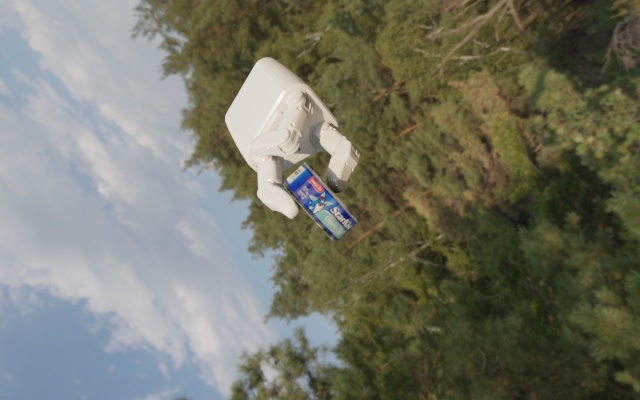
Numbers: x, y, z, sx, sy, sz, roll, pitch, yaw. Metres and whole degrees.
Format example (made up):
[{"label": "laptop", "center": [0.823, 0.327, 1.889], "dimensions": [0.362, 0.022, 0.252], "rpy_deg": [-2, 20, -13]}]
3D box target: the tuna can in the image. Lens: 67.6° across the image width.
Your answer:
[{"label": "tuna can", "center": [0.000, 0.002, 0.505], "dimensions": [0.034, 0.086, 0.086], "rpy_deg": [-42, -1, 1]}]
